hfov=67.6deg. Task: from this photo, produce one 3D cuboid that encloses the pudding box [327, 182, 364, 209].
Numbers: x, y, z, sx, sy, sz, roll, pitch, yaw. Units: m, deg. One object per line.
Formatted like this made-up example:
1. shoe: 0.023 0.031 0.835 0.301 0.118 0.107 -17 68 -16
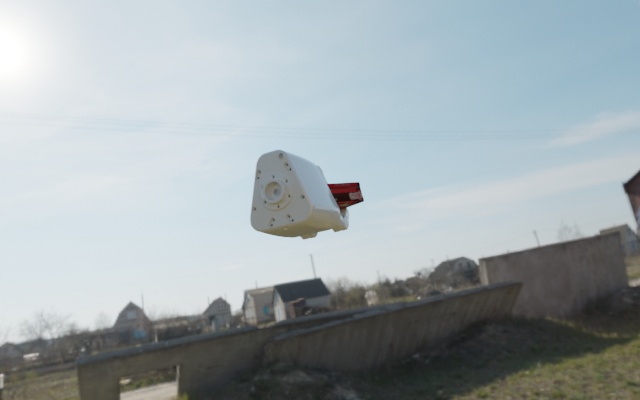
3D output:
1. pudding box: 0.000 0.002 0.782 0.090 0.039 0.113 -3 -12 -42
